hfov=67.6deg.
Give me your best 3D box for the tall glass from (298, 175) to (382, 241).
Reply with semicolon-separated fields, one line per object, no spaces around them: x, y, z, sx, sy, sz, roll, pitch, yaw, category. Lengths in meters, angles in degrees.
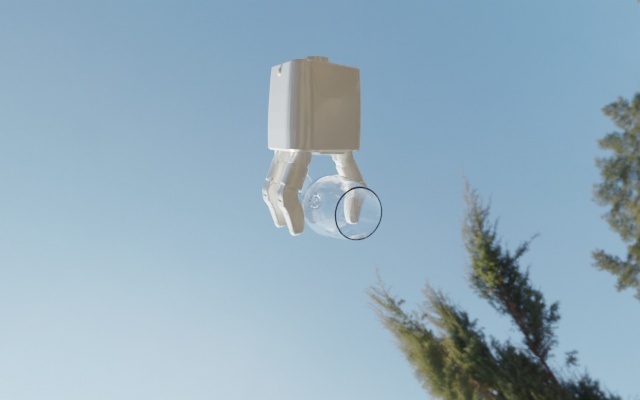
0.000;0.002;0.622;0.079;0.079;0.201;0;8;-26;tall glass
